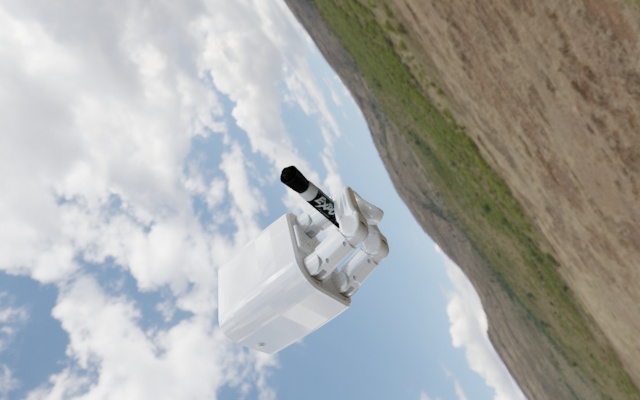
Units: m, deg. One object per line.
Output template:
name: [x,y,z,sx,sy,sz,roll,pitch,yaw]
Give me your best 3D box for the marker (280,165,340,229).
marker: [0.000,0.001,0.462,0.020,0.020,0.121,0,-27,35]
